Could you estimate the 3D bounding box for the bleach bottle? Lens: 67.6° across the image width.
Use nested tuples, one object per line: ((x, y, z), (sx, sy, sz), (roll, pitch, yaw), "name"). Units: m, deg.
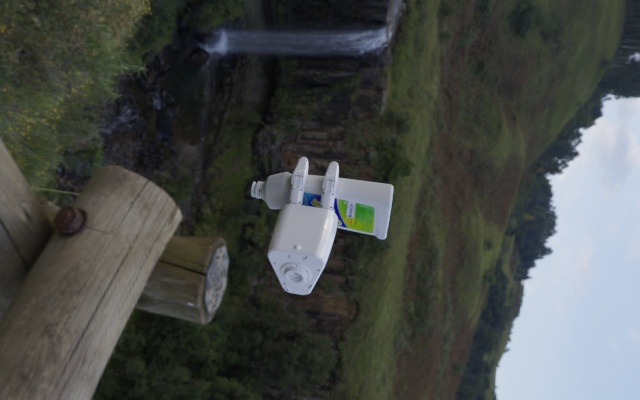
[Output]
((0.000, 0.003, 0.863), (0.251, 0.103, 0.068), (8, 42, 7), "bleach bottle")
